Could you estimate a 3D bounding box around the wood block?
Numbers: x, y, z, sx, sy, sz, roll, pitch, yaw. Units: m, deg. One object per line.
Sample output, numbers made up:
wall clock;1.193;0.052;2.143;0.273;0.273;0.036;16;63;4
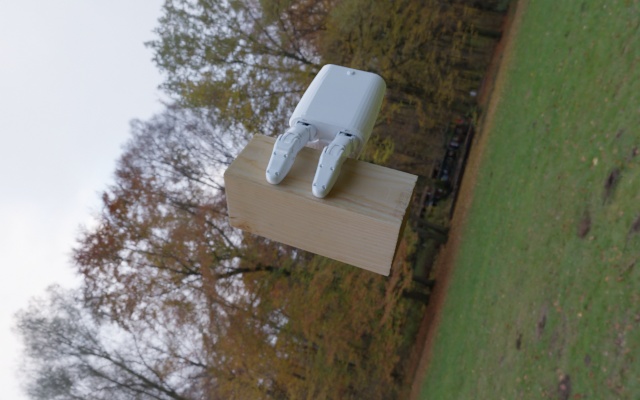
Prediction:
wood block;0.000;0.002;0.573;0.206;0.091;0.090;16;46;13
